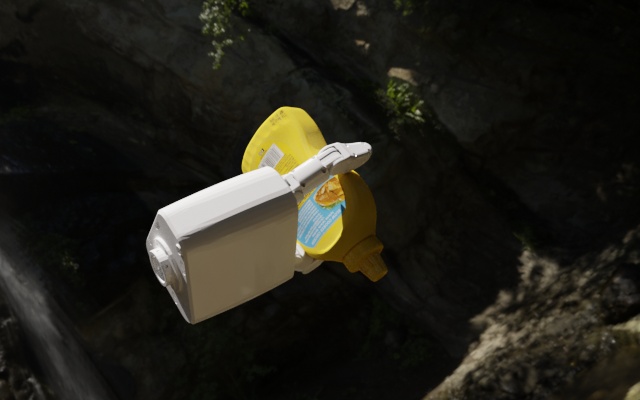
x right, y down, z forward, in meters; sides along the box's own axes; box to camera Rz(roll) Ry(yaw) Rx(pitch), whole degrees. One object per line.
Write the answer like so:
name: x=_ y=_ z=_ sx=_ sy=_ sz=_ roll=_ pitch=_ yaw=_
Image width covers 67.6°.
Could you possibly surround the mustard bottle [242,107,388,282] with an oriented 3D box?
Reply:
mustard bottle: x=0.000 y=0.001 z=0.480 sx=0.058 sy=0.191 sz=0.096 roll=-6 pitch=-39 yaw=-53
